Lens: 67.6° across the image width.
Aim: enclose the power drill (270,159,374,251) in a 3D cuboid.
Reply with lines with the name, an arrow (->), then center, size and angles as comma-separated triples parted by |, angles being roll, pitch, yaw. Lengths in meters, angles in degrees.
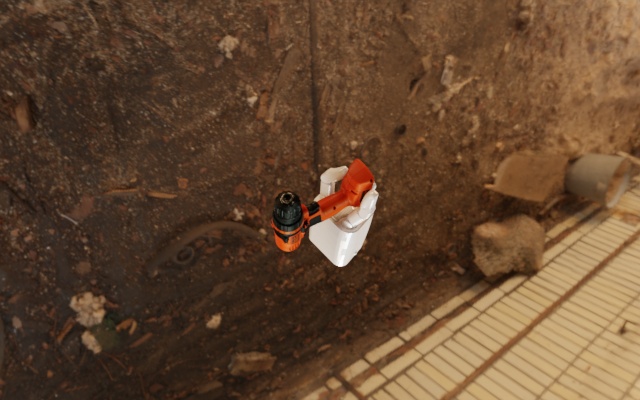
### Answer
power drill -> 0.001, 0.003, 0.818 | 0.187, 0.057, 0.184 | -29, -19, -17
